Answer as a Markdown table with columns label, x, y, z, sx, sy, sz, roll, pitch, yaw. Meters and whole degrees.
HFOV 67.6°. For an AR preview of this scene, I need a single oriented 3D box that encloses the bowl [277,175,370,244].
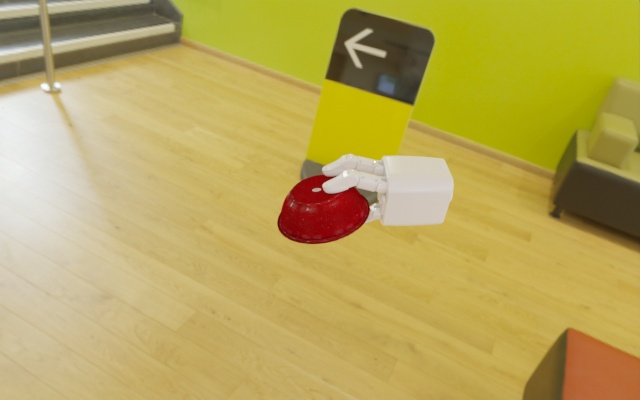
| label | x | y | z | sx | sy | sz | roll | pitch | yaw |
| --- | --- | --- | --- | --- | --- | --- | --- | --- | --- |
| bowl | -0.001 | 0.003 | 0.802 | 0.162 | 0.055 | 0.162 | -9 | 33 | 6 |
